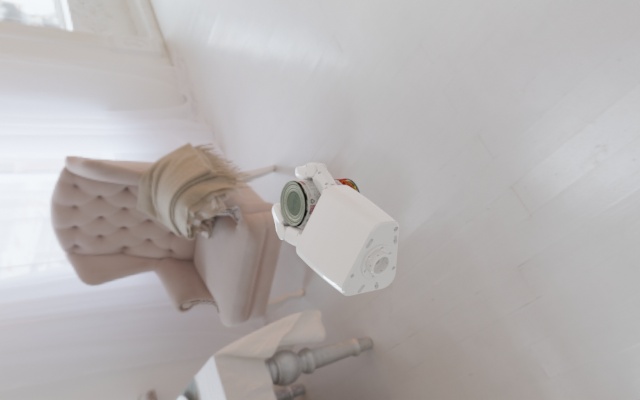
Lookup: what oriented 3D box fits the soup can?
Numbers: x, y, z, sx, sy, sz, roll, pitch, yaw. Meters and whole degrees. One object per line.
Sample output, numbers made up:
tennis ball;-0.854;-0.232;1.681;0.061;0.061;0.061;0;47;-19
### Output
soup can;0.000;0.002;0.709;0.102;0.068;0.068;-4;2;-37
